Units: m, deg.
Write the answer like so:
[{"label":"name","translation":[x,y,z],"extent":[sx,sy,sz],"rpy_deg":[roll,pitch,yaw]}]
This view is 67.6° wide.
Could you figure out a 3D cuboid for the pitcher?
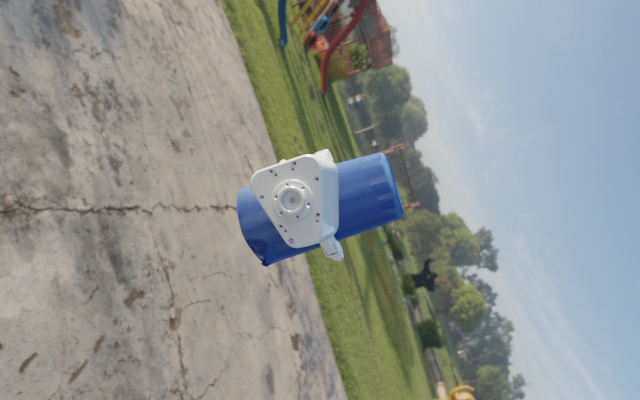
[{"label":"pitcher","translation":[0.000,0.003,0.762],"extent":[0.243,0.149,0.145],"rpy_deg":[-17,-4,10]}]
